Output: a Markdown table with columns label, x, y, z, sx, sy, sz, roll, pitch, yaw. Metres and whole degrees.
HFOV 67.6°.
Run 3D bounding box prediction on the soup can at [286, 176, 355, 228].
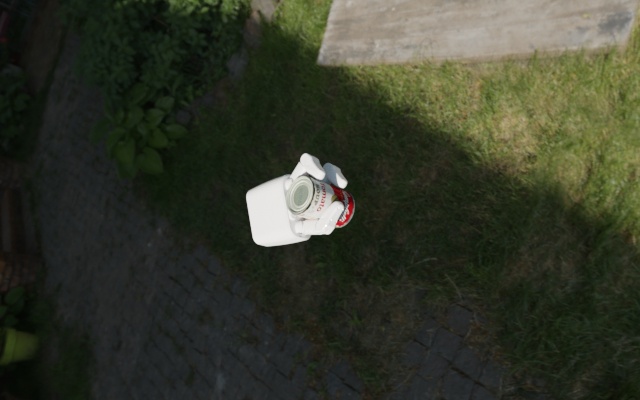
| label | x | y | z | sx | sy | sz | roll | pitch | yaw |
| --- | --- | --- | --- | --- | --- | --- | --- | --- | --- |
| soup can | 0.000 | 0.003 | 0.811 | 0.068 | 0.068 | 0.102 | 0 | -14 | 46 |
